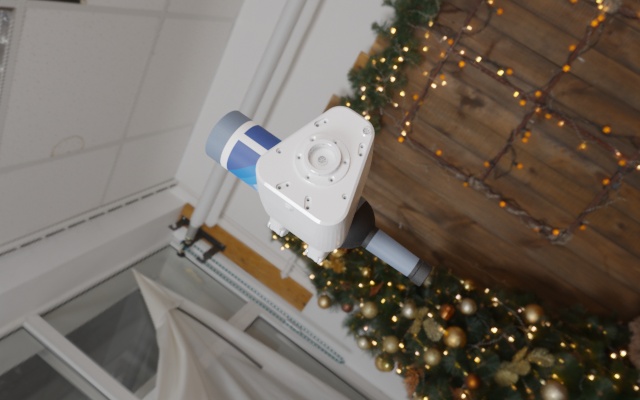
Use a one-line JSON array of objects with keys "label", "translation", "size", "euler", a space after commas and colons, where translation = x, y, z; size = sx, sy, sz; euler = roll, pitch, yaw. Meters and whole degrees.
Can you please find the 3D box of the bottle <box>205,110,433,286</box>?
[{"label": "bottle", "translation": [0.000, 0.002, 0.559], "size": [0.295, 0.069, 0.069], "euler": [35, 6, 9]}]
